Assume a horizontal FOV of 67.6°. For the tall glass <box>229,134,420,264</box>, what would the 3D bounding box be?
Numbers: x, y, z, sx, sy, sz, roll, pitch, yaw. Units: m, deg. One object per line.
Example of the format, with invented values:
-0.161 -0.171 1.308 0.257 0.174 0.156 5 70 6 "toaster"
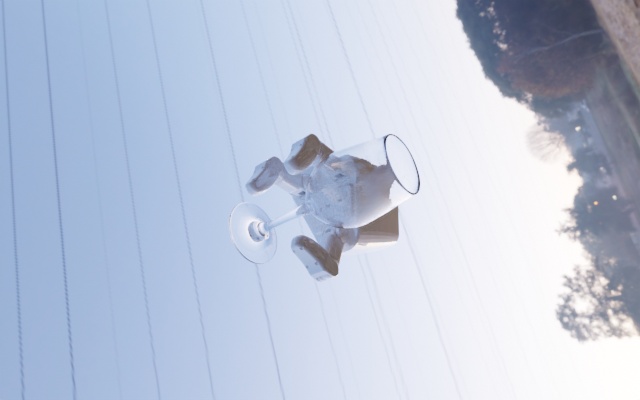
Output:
-0.001 0.002 0.493 0.201 0.079 0.079 -25 -14 32 "tall glass"
